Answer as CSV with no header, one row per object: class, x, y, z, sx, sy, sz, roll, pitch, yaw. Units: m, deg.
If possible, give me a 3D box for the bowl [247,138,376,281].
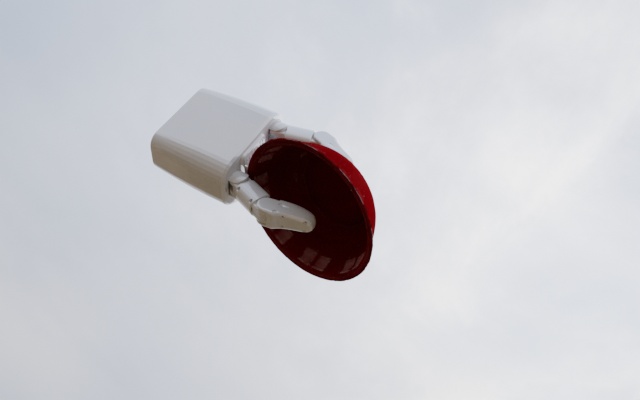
bowl,0.001,0.002,0.492,0.162,0.162,0.055,0,28,45
